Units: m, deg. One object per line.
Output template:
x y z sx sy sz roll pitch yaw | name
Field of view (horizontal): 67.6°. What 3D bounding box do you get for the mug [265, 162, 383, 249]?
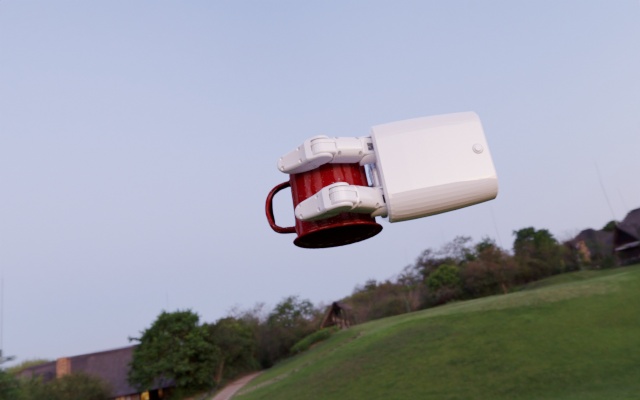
-0.001 0.002 0.499 0.117 0.081 0.093 -10 -18 0 | mug
